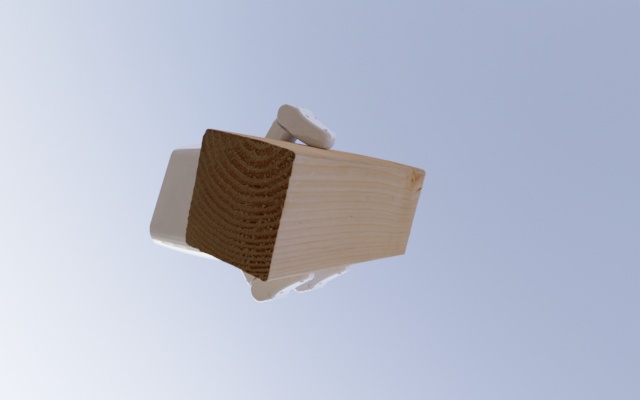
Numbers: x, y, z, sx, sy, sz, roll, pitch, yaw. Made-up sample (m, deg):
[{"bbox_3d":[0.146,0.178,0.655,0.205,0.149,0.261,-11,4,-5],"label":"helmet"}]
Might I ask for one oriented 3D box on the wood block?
[{"bbox_3d":[0.000,0.001,0.412,0.090,0.091,0.206,18,10,34],"label":"wood block"}]
